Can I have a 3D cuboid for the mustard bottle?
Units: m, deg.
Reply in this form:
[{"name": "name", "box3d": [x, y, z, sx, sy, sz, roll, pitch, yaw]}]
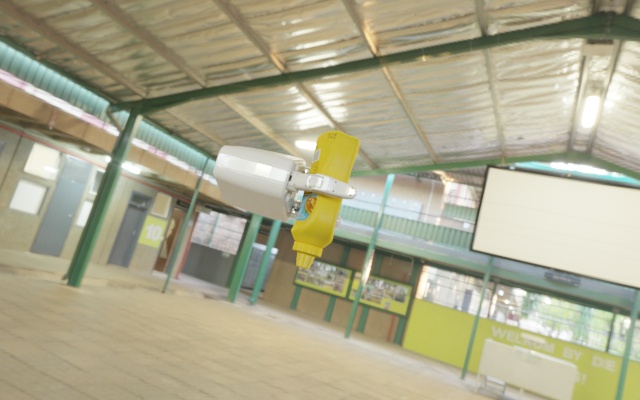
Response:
[{"name": "mustard bottle", "box3d": [0.001, 0.002, 0.675, 0.058, 0.191, 0.096, 19, -10, -17]}]
